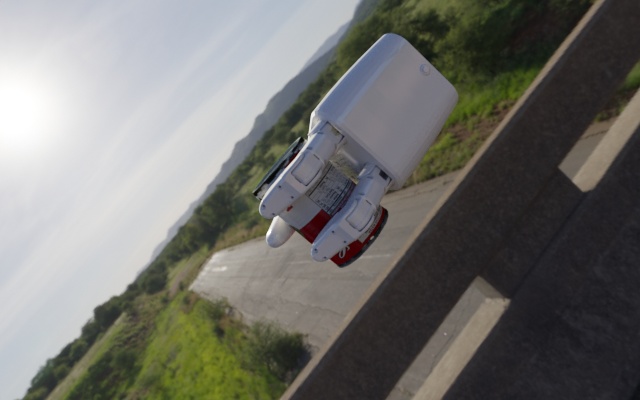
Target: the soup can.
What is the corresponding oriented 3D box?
[{"bbox_3d":[0.000,0.002,0.421,0.102,0.068,0.068,41,-9,-10],"label":"soup can"}]
